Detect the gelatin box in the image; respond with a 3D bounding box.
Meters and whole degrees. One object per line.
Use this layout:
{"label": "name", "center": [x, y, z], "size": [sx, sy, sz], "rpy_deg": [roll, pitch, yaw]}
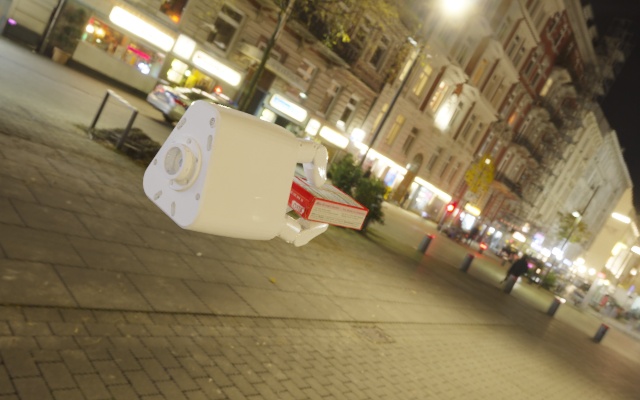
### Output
{"label": "gelatin box", "center": [0.001, 0.001, 0.557], "size": [0.089, 0.030, 0.073], "rpy_deg": [12, 17, -40]}
